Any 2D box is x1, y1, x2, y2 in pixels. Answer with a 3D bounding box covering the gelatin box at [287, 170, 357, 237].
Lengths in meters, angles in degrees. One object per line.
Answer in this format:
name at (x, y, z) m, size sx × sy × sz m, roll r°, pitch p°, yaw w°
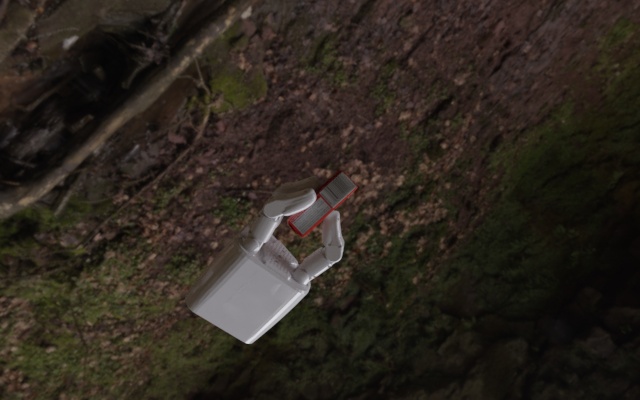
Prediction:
gelatin box at (0.001, 0.002, 0.574) m, size 0.089 × 0.030 × 0.073 m, roll -42°, pitch 3°, yaw 2°
